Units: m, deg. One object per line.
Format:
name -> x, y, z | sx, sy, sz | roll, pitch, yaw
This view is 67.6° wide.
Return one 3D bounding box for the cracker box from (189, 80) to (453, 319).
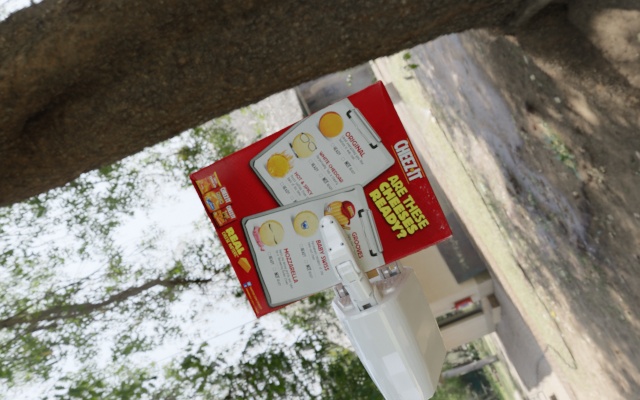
cracker box -> 0.000, 0.002, 0.492 | 0.214, 0.164, 0.072 | -25, 3, 9
